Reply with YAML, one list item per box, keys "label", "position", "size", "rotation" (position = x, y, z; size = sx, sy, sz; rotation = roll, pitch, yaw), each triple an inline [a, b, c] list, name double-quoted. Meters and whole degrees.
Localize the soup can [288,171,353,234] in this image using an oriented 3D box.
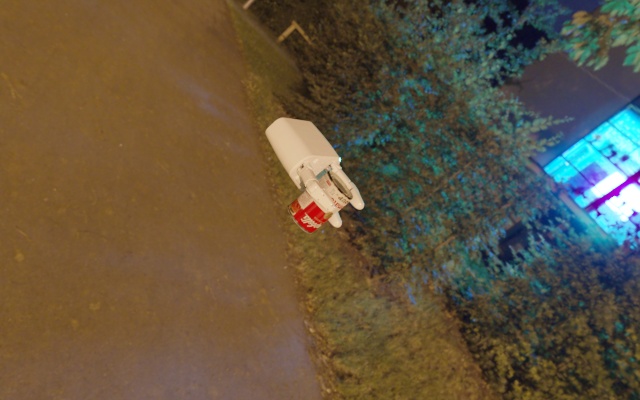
- label: "soup can"
  position: [0.001, 0.003, 0.864]
  size: [0.102, 0.068, 0.068]
  rotation: [-40, -12, 15]
